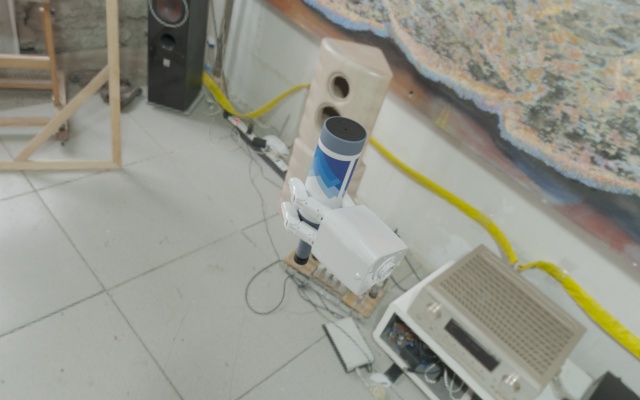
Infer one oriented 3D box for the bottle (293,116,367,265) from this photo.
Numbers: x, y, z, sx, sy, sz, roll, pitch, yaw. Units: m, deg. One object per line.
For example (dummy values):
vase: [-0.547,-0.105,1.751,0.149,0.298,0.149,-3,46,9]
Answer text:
bottle: [0.000,0.002,0.792,0.069,0.296,0.069,11,40,-10]
